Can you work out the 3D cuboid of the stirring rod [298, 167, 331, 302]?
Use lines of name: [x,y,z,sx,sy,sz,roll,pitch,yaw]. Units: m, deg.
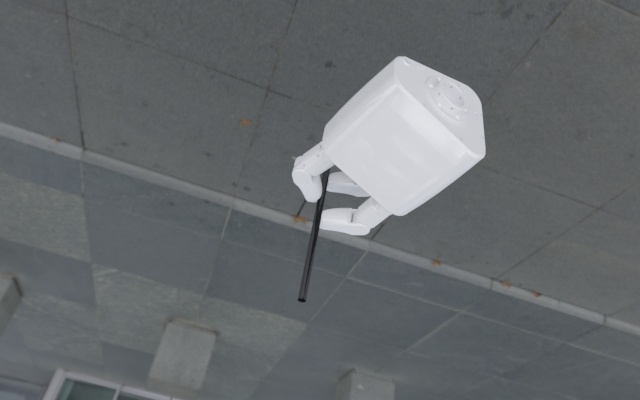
stirring rod: [0.000,0.002,0.526,0.011,0.239,0.011,7,-38,5]
